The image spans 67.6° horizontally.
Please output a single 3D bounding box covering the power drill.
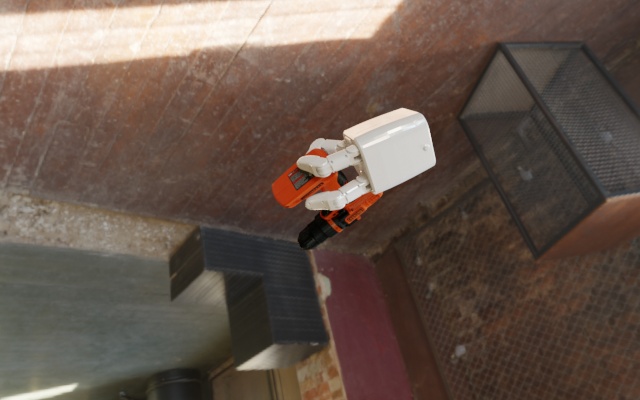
[{"bbox_3d":[0.000,0.002,0.802,0.184,0.057,0.188,-41,-32,9],"label":"power drill"}]
